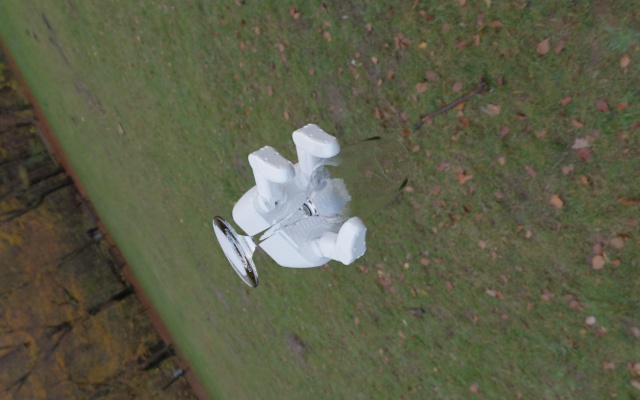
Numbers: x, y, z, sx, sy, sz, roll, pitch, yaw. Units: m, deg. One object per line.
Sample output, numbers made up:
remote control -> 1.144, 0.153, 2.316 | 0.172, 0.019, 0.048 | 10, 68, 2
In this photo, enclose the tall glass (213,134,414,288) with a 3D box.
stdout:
tall glass -> 0.000, 0.002, 0.473 | 0.201, 0.079, 0.079 | -30, 13, -24
